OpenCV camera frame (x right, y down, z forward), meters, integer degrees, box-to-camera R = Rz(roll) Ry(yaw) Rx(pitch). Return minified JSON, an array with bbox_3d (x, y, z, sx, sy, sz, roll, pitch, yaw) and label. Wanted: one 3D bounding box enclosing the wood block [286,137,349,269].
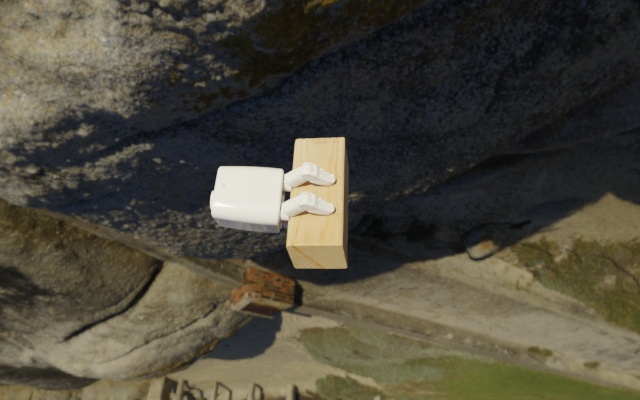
[{"bbox_3d":[0.000,0.003,0.809,0.090,0.206,0.091,-1,-31,7],"label":"wood block"}]
